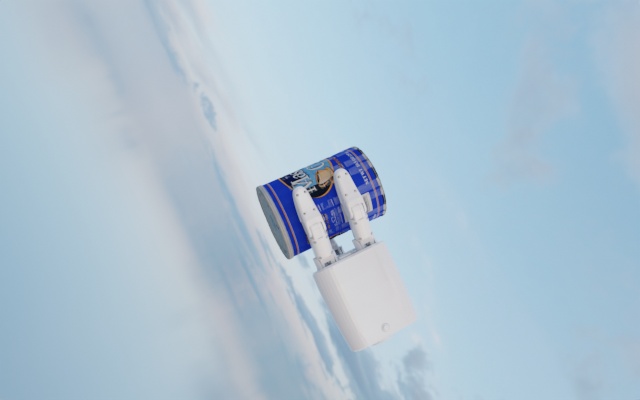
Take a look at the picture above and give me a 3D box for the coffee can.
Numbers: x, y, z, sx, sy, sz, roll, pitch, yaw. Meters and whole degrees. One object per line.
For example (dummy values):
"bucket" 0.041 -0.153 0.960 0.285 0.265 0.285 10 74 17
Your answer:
"coffee can" 0.000 0.002 0.626 0.140 0.103 0.103 -24 5 -13
